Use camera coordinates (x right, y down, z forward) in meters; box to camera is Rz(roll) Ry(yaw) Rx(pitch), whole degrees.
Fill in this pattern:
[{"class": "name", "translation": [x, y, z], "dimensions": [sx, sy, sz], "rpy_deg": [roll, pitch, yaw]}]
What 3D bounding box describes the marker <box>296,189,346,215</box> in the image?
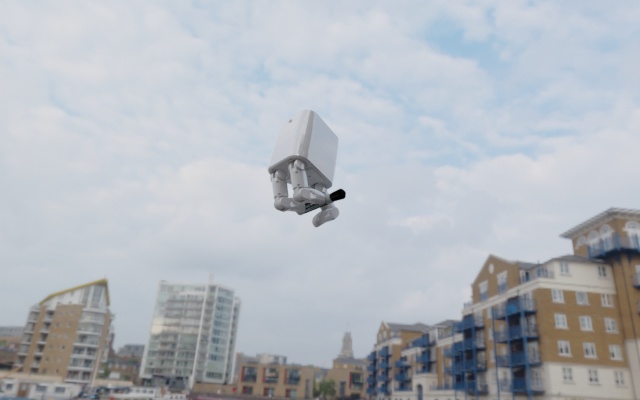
[{"class": "marker", "translation": [0.000, 0.003, 0.839], "dimensions": [0.020, 0.020, 0.121], "rpy_deg": [0, -15, -42]}]
